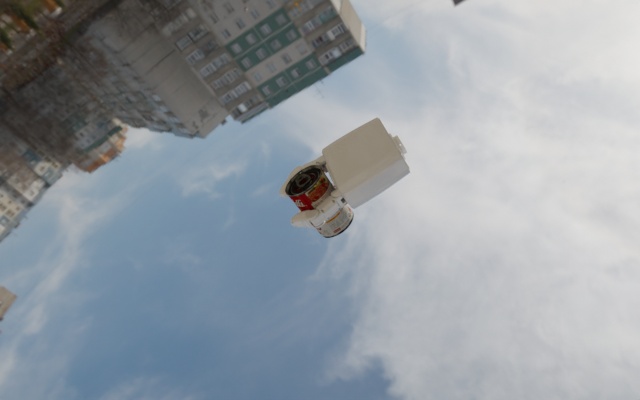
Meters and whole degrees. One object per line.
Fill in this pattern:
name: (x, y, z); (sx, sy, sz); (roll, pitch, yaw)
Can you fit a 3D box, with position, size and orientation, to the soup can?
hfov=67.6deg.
soup can: (0.000, 0.003, 0.764); (0.068, 0.068, 0.102); (0, -43, 47)
